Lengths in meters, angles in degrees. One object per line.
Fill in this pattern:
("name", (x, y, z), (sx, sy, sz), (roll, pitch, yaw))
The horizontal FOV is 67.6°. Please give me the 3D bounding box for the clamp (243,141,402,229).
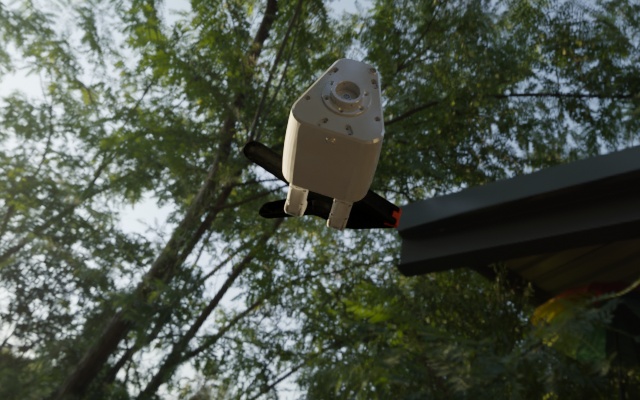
("clamp", (0.001, 0.001, 0.638), (0.210, 0.036, 0.165), (18, -29, 3))
